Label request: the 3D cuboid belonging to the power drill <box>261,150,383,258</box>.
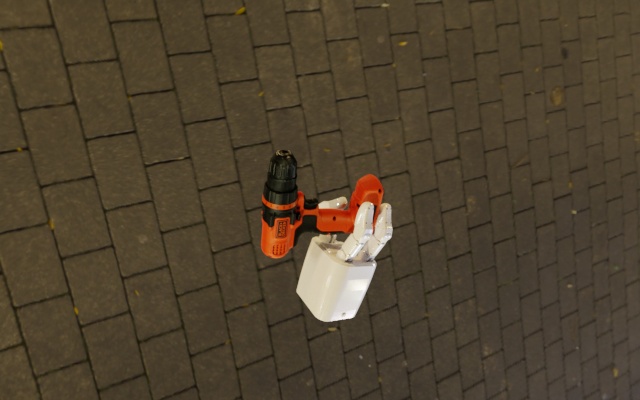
[{"bbox_3d":[0.001,0.003,0.747,0.187,0.185,0.057,-3,36,-19],"label":"power drill"}]
